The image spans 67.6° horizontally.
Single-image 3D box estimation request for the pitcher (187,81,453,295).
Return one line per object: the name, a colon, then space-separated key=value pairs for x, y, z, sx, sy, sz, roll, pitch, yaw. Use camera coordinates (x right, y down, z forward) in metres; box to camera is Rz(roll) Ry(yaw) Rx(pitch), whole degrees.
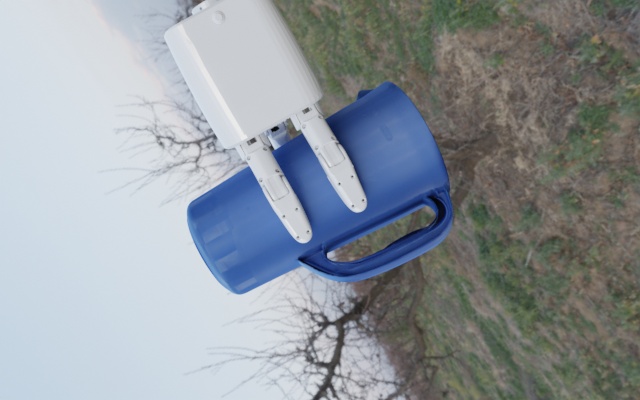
pitcher: x=0.000 y=0.001 z=0.478 sx=0.243 sy=0.145 sz=0.149 roll=-29 pitch=18 yaw=-1
